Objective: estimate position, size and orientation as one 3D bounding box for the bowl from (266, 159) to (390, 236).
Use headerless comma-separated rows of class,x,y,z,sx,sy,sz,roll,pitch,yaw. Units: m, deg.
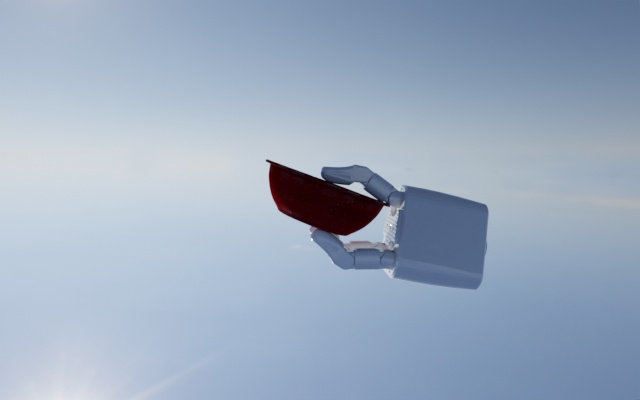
bowl,-0.001,0.002,0.585,0.162,0.055,0.162,21,3,-1
